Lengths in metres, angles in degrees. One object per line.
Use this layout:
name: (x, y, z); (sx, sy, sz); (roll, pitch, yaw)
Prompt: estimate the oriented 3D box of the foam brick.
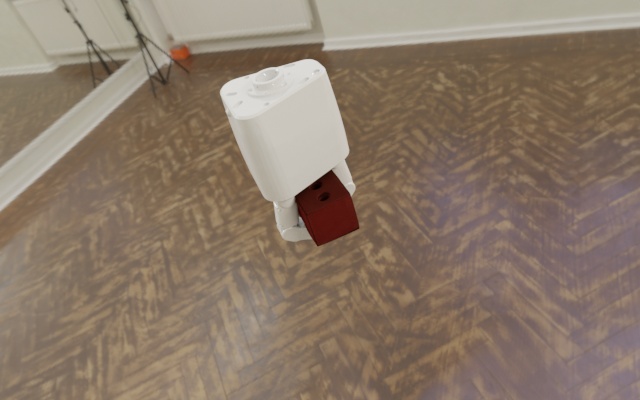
foam brick: (0.000, 0.002, 0.530); (0.053, 0.051, 0.078); (-25, 41, -9)
